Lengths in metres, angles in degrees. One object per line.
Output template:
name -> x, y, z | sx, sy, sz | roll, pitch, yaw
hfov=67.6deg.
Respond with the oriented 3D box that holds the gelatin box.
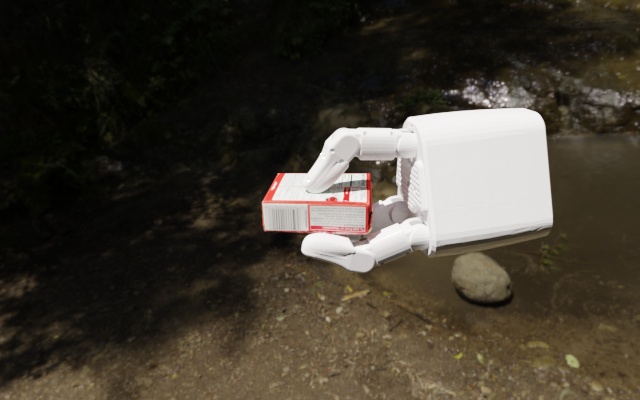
gelatin box -> 0.000, 0.001, 0.413 | 0.089, 0.030, 0.073 | 1, 22, 5
